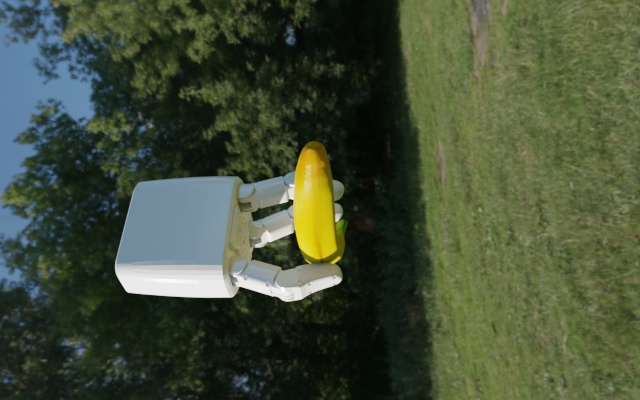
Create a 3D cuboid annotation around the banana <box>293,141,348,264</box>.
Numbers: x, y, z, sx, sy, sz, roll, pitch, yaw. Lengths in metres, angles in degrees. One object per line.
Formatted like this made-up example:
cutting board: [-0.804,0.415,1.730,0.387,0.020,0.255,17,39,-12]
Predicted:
banana: [-0.001,0.020,0.432,0.037,0.069,0.198,1,-20,8]
